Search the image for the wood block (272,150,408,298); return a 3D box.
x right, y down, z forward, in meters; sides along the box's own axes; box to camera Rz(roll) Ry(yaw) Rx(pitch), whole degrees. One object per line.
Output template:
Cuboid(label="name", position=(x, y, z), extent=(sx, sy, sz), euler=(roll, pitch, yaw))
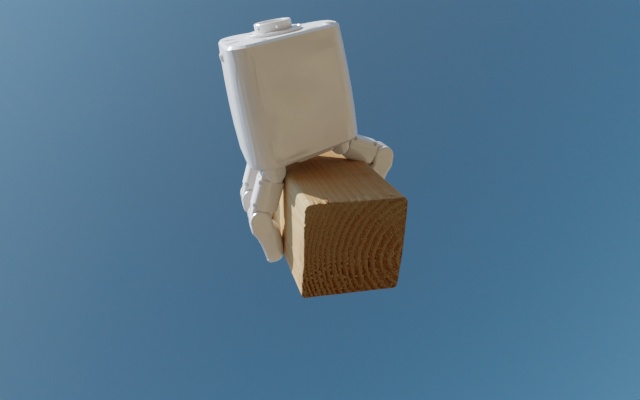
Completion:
Cuboid(label="wood block", position=(0.000, 0.001, 0.488), extent=(0.091, 0.090, 0.206), euler=(-4, 24, -16))
